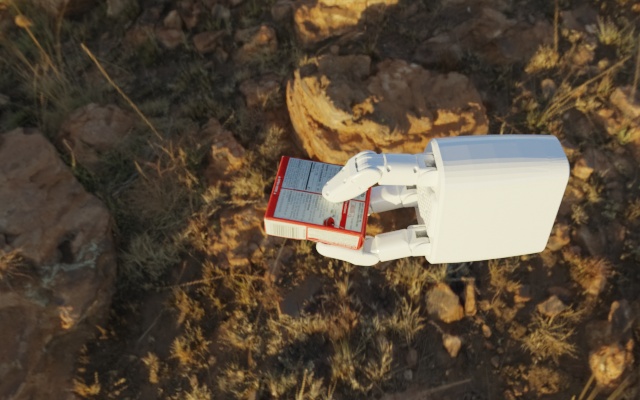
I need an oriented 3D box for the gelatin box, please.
[{"bbox_3d":[0.000,0.001,0.434,0.089,0.073,0.030,10,-35,3],"label":"gelatin box"}]
